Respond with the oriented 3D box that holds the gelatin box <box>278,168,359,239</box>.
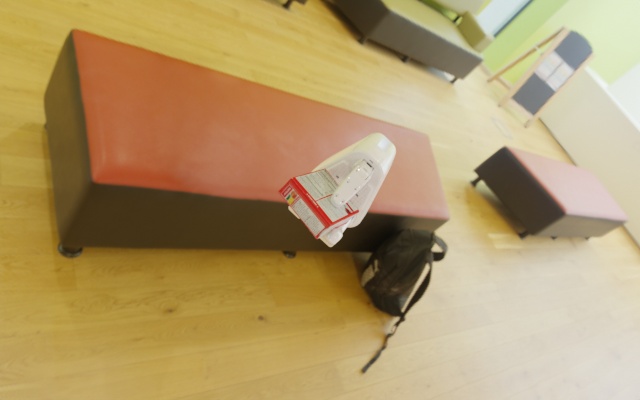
[{"bbox_3d":[0.000,0.002,0.581,0.030,0.073,0.089,-44,-11,27],"label":"gelatin box"}]
